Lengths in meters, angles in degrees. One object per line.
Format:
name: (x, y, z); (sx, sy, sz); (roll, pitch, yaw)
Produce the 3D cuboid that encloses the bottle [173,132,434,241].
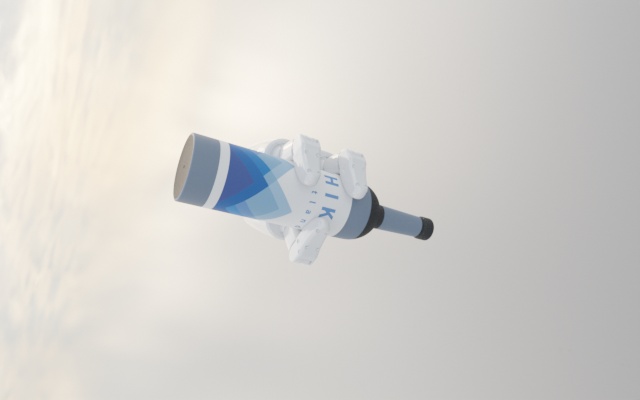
bottle: (0.000, 0.002, 0.509); (0.296, 0.069, 0.069); (15, -7, -26)
